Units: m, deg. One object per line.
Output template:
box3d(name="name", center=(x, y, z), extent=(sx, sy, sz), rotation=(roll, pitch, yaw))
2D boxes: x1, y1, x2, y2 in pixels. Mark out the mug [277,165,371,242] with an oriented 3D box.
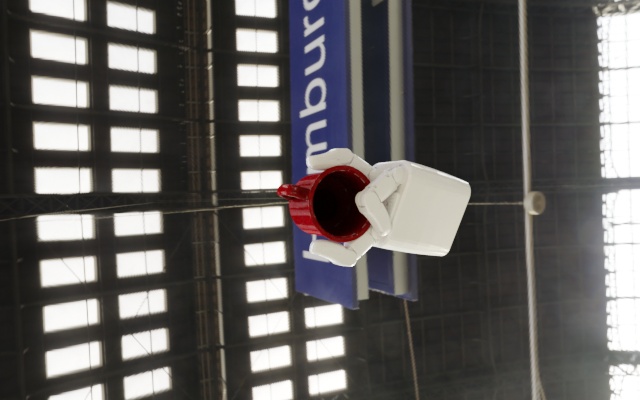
box3d(name="mug", center=(-0.001, 0.002, 0.602), extent=(0.117, 0.093, 0.081), rotation=(14, -7, -25))
